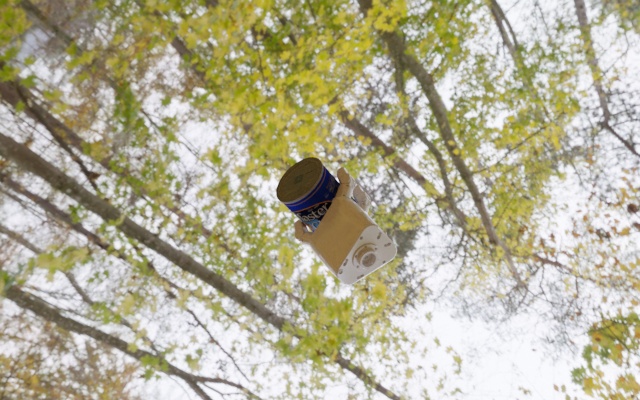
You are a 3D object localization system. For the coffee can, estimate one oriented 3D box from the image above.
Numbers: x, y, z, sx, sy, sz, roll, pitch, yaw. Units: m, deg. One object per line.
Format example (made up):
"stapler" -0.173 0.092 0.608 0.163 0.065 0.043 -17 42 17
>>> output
"coffee can" 0.000 0.003 0.888 0.103 0.102 0.140 0 -37 46
